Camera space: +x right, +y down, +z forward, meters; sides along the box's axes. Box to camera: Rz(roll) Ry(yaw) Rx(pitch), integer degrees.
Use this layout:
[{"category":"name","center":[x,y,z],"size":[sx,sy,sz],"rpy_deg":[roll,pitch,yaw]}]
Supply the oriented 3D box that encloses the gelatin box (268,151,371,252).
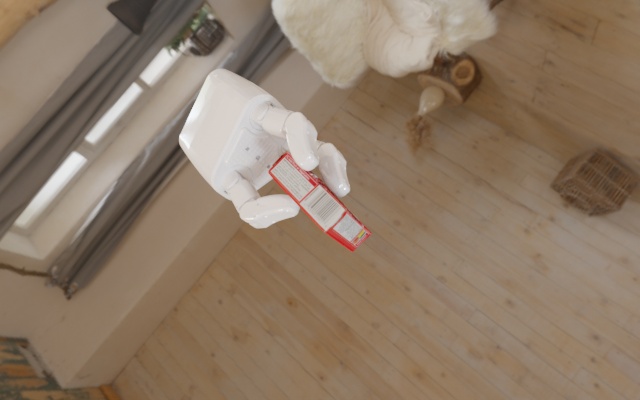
[{"category":"gelatin box","center":[0.000,0.002,0.443],"size":[0.089,0.030,0.073],"rpy_deg":[45,2,30]}]
